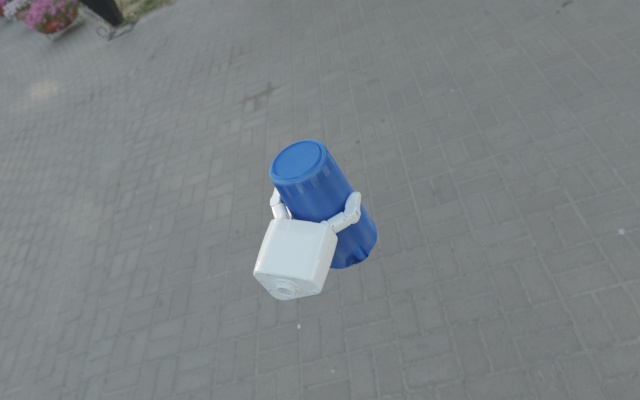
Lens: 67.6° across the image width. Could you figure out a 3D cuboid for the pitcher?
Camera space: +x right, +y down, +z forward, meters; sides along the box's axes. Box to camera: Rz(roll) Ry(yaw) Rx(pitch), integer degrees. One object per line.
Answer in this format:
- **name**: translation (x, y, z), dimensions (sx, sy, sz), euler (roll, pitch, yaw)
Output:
- **pitcher**: translation (0.000, 0.003, 0.882), dimensions (0.149, 0.145, 0.243), euler (-3, -41, 27)
